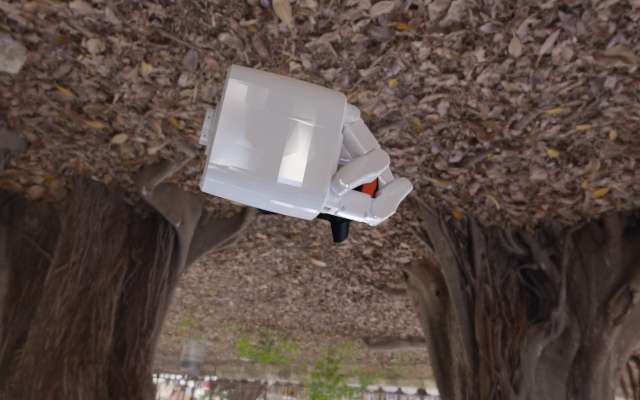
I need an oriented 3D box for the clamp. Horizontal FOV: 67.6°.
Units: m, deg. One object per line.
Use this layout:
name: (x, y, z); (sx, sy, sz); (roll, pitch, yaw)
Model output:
clamp: (0.000, 0.002, 0.518); (0.120, 0.039, 0.171); (14, -25, -14)
